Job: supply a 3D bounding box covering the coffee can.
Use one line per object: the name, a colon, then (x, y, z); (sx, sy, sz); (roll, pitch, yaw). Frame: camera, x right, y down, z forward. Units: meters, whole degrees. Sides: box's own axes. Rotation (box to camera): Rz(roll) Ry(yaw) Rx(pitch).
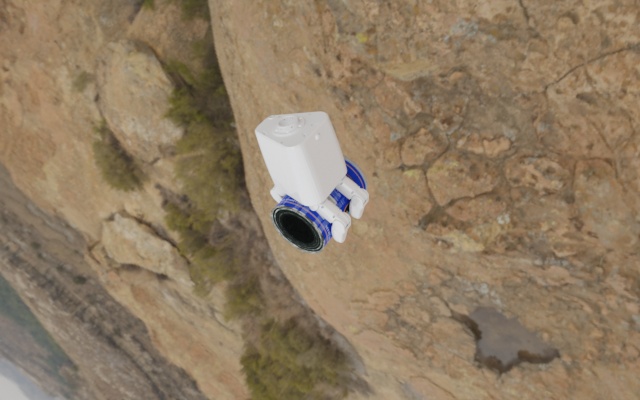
coffee can: (0.000, 0.003, 0.789); (0.103, 0.103, 0.140); (0, 41, 45)
